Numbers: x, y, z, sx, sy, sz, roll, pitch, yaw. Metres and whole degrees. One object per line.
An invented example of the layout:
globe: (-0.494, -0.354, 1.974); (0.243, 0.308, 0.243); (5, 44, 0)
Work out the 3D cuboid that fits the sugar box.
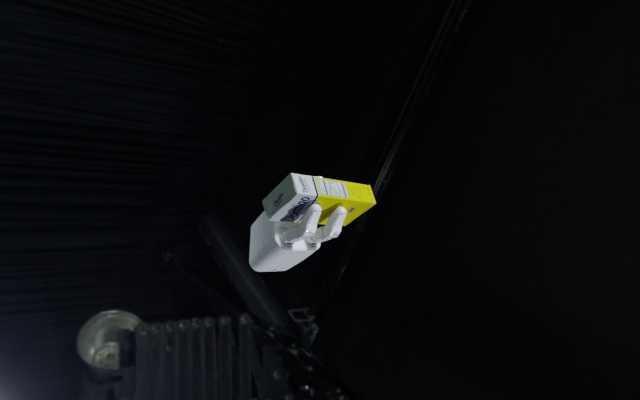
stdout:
sugar box: (0.000, 0.003, 0.817); (0.176, 0.048, 0.093); (3, -32, -40)
